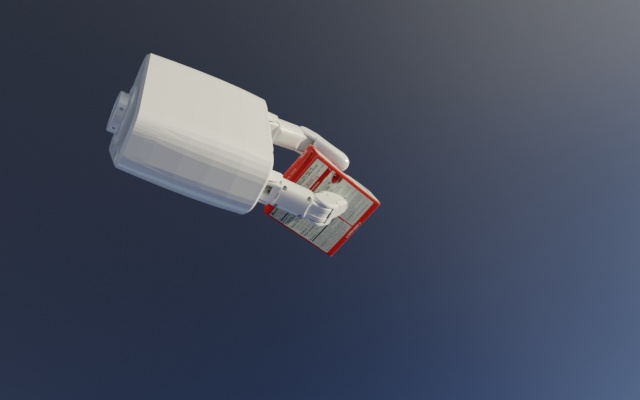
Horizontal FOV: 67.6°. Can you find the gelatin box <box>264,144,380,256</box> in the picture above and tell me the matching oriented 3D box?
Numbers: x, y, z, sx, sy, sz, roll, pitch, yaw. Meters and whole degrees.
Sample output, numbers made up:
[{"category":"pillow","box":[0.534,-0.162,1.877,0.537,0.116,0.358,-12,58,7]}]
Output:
[{"category":"gelatin box","box":[0.000,0.002,0.456,0.089,0.073,0.030,36,12,-28]}]
